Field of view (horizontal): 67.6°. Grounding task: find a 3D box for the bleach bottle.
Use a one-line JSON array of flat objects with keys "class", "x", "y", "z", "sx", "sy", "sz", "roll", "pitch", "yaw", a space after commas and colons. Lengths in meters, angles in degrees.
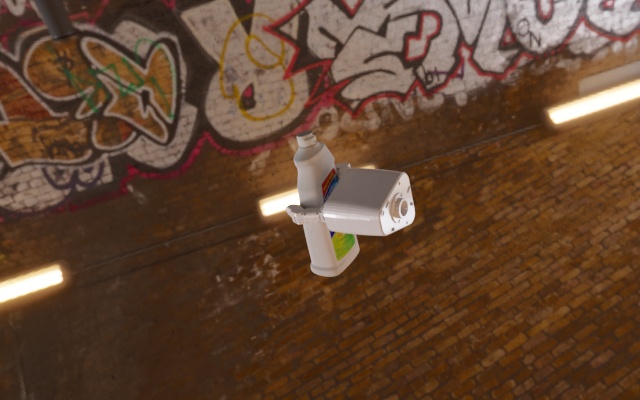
[{"class": "bleach bottle", "x": 0.000, "y": 0.003, "z": 0.839, "sx": 0.068, "sy": 0.251, "sz": 0.102, "roll": 4, "pitch": 31, "yaw": 38}]
